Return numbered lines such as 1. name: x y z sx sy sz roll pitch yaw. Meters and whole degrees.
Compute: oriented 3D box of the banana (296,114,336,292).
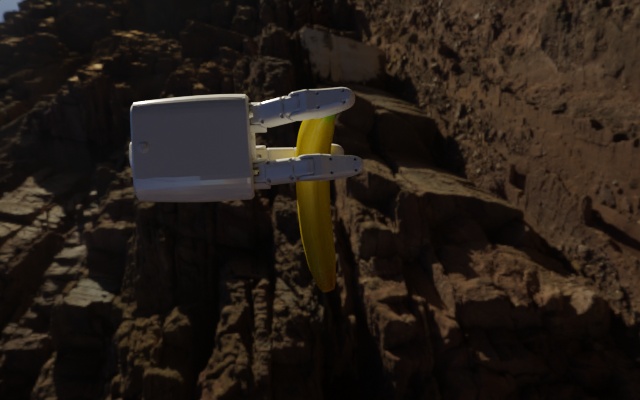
1. banana: -0.004 -0.007 0.489 0.037 0.198 0.069 -4 17 -12
